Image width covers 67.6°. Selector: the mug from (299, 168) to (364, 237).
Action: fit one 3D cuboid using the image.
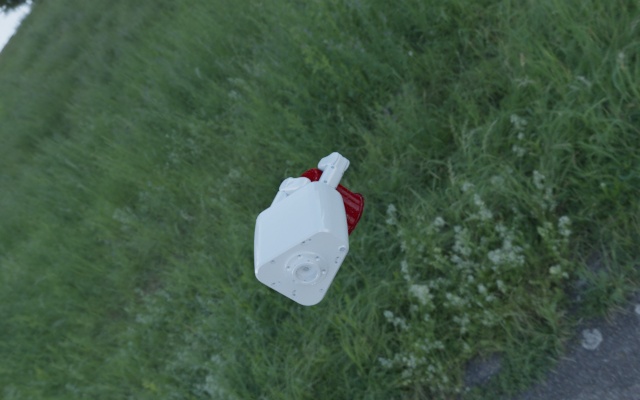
[{"bbox_3d":[0.000,0.001,0.685,0.081,0.093,0.117,34,21,-22],"label":"mug"}]
